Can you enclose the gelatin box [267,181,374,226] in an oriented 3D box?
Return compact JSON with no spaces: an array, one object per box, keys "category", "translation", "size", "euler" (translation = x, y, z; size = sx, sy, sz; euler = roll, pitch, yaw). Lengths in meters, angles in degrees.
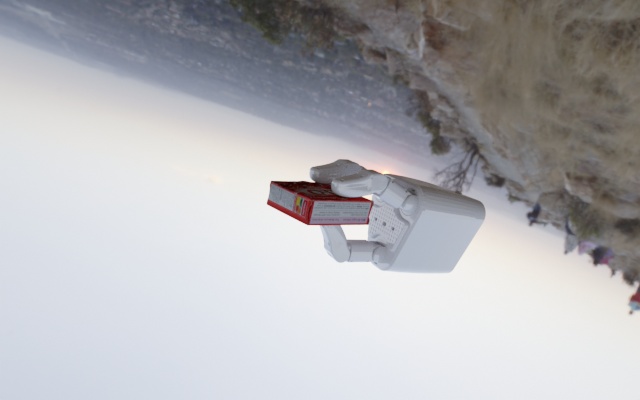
[{"category":"gelatin box","translation":[0.000,0.002,0.506],"size":[0.089,0.030,0.073],"euler":[1,16,-41]}]
